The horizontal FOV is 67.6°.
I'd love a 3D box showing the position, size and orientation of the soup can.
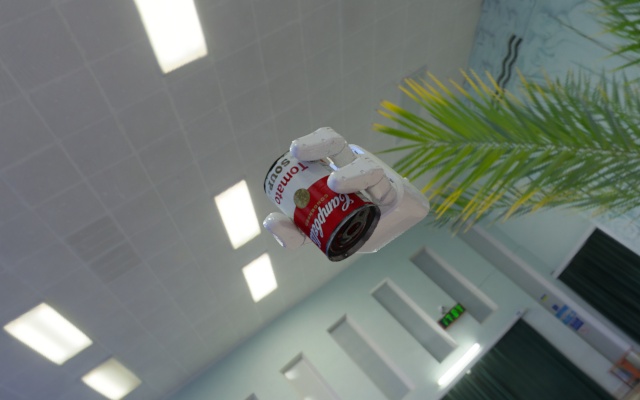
[{"bbox_3d":[0.000,0.001,0.470,0.102,0.068,0.068,43,24,29],"label":"soup can"}]
